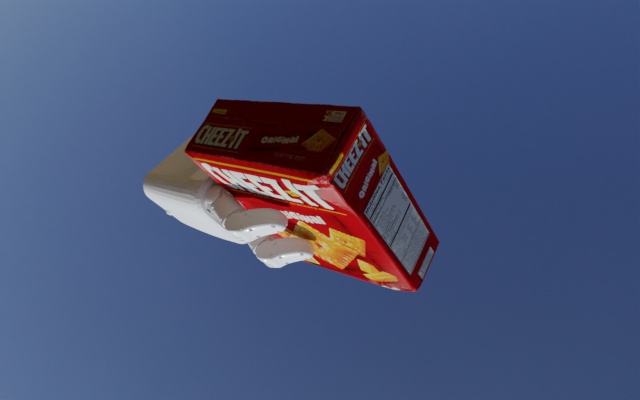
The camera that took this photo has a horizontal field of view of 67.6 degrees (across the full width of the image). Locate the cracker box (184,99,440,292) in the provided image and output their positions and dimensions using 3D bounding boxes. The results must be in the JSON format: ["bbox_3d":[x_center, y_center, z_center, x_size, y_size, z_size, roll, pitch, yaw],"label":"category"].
[{"bbox_3d":[0.000,0.001,0.459,0.164,0.072,0.214,11,-25,37],"label":"cracker box"}]
